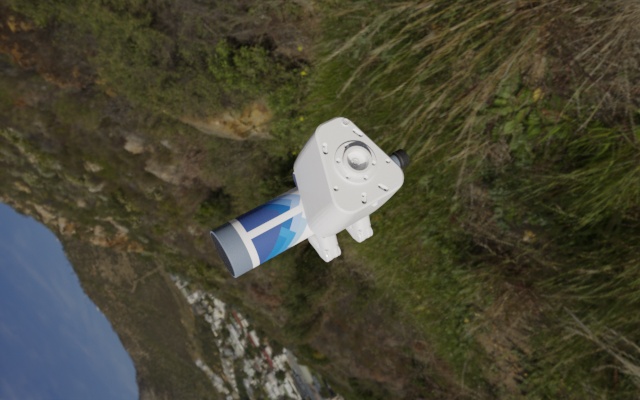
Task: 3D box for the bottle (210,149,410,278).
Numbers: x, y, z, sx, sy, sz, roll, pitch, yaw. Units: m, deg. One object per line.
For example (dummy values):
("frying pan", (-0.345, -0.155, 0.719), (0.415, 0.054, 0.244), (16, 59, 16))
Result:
("bottle", (0.000, 0.002, 0.644), (0.295, 0.069, 0.069), (-28, 11, -21))
